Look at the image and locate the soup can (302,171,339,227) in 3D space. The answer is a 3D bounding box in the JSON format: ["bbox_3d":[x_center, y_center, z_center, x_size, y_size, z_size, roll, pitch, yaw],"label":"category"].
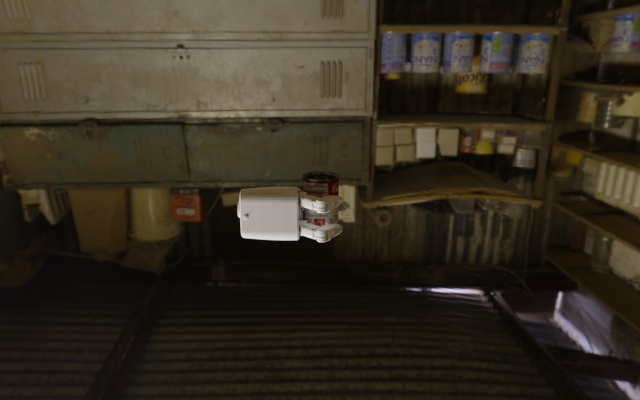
[{"bbox_3d":[0.001,0.003,0.889,0.068,0.102,0.068,0,16,0],"label":"soup can"}]
